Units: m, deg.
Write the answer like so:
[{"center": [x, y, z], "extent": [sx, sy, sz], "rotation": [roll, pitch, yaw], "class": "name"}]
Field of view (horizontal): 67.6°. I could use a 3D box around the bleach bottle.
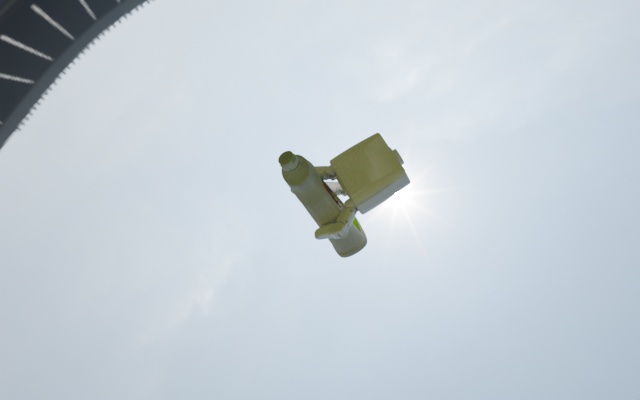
[{"center": [0.000, 0.003, 0.858], "extent": [0.068, 0.102, 0.251], "rotation": [-31, -43, 7], "class": "bleach bottle"}]
